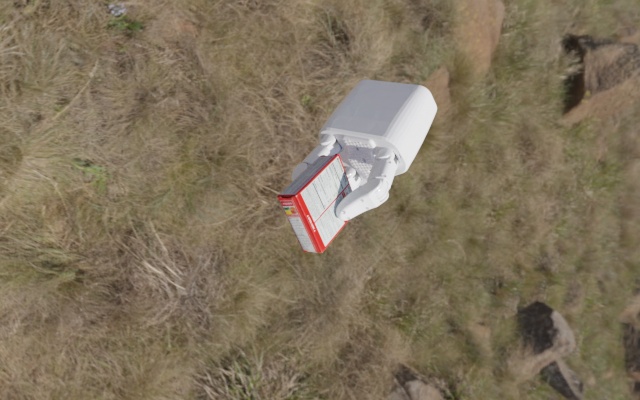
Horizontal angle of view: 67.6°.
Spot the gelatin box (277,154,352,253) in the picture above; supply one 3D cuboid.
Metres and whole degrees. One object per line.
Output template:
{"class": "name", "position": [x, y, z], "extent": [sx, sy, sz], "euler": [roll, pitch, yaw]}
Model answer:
{"class": "gelatin box", "position": [0.000, 0.002, 0.521], "extent": [0.030, 0.073, 0.089], "euler": [-1, 33, 38]}
